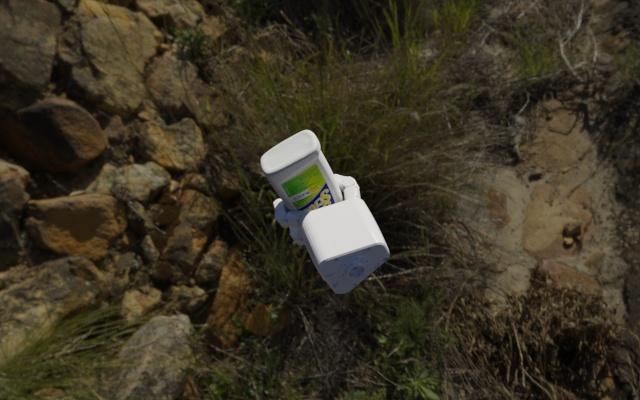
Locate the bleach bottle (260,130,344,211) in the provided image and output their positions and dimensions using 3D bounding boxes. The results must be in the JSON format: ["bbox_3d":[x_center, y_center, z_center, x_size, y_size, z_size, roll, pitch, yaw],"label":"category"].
[{"bbox_3d":[0.000,0.003,0.817,0.102,0.068,0.251,-29,-48,6],"label":"bleach bottle"}]
